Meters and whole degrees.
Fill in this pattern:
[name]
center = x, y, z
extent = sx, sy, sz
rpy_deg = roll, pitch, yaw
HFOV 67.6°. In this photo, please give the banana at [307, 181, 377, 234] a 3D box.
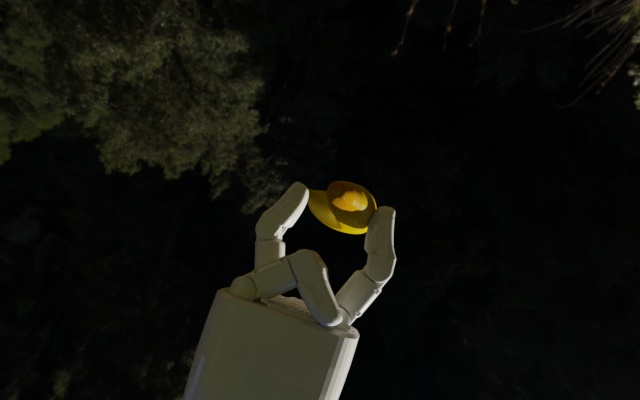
[banana]
center = 0.017, 0.008, 0.437
extent = 0.069, 0.037, 0.198
rpy_deg = 20, -4, -12
